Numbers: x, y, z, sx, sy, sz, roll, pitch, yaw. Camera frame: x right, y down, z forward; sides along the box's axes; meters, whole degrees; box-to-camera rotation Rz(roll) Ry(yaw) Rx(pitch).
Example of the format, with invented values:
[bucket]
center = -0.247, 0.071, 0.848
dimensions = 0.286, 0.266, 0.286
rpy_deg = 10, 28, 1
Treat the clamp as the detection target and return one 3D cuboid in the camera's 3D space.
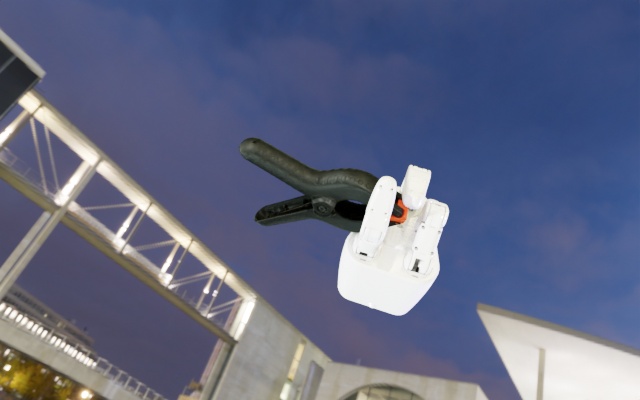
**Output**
[clamp]
center = 0.000, 0.001, 0.486
dimensions = 0.171, 0.039, 0.120
rpy_deg = 18, -33, 6
